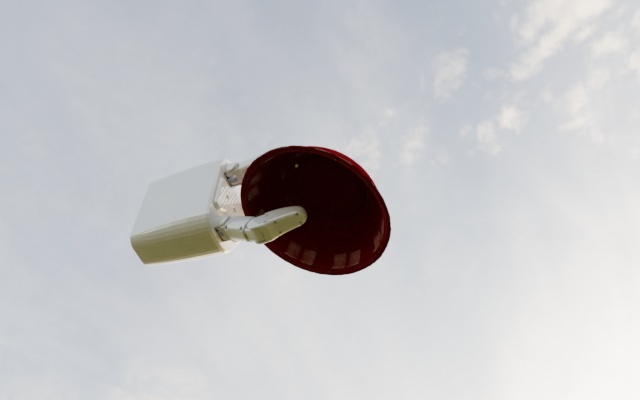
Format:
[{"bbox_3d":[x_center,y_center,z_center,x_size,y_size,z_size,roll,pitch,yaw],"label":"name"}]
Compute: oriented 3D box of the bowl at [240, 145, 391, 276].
[{"bbox_3d":[0.001,0.002,0.502,0.162,0.162,0.055,0,35,24],"label":"bowl"}]
